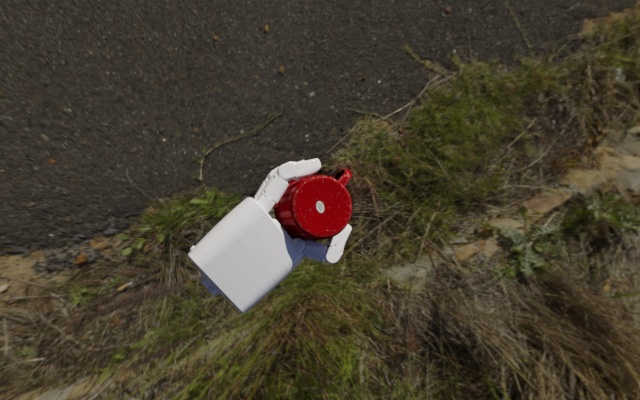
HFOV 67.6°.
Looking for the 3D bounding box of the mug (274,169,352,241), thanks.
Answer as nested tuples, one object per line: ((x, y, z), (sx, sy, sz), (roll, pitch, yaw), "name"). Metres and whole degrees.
((0.001, 0.001, 0.635), (0.117, 0.093, 0.081), (-45, 9, -14), "mug")
